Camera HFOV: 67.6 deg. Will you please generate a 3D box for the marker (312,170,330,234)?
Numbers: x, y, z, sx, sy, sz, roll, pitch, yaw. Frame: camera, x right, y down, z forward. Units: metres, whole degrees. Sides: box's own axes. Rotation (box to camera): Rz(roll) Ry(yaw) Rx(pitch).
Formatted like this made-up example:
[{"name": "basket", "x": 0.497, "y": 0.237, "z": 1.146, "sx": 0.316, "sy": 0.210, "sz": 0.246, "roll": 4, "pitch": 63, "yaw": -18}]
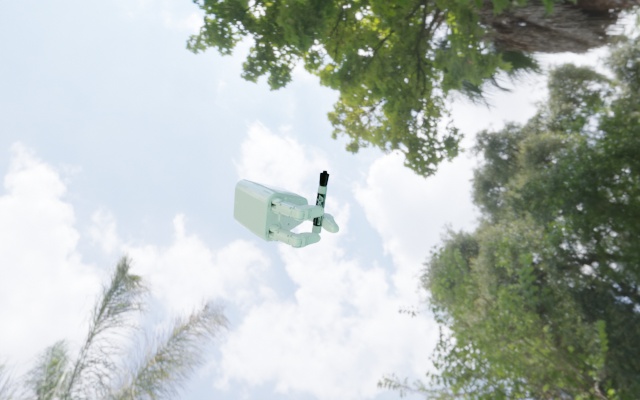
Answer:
[{"name": "marker", "x": 0.000, "y": 0.003, "z": 0.878, "sx": 0.020, "sy": 0.121, "sz": 0.020, "roll": 7, "pitch": 19, "yaw": -2}]
